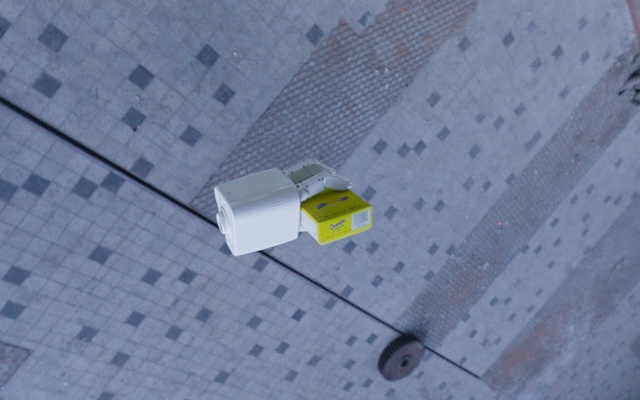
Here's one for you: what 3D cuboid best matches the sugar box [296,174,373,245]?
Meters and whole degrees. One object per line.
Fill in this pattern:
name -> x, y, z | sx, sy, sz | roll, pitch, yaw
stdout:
sugar box -> 0.000, 0.002, 0.772 | 0.093, 0.048, 0.176 | -17, 32, -22
